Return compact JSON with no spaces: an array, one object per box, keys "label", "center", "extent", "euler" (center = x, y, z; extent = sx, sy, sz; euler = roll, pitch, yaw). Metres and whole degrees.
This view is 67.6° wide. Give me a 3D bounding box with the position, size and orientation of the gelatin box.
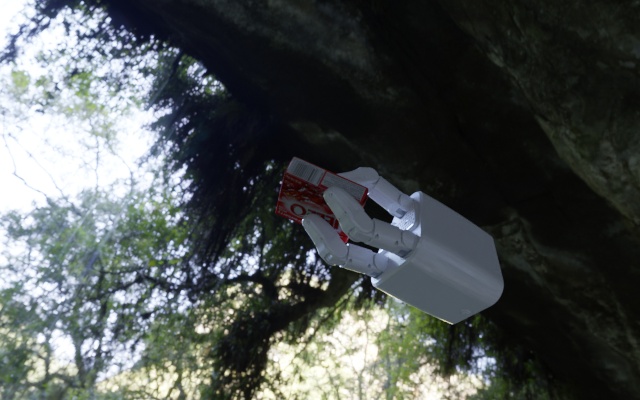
[{"label":"gelatin box","center":[0.000,0.001,0.516],"extent":[0.089,0.030,0.073],"euler":[24,-39,4]}]
